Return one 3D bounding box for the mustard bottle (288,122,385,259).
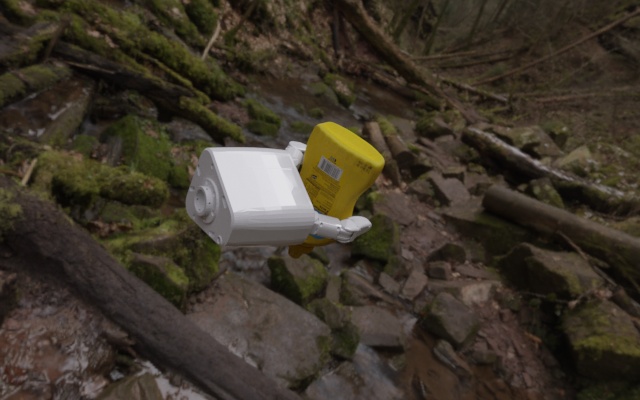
[{"bbox_3d":[0.000,0.002,0.622,0.096,0.192,0.058,36,30,16],"label":"mustard bottle"}]
